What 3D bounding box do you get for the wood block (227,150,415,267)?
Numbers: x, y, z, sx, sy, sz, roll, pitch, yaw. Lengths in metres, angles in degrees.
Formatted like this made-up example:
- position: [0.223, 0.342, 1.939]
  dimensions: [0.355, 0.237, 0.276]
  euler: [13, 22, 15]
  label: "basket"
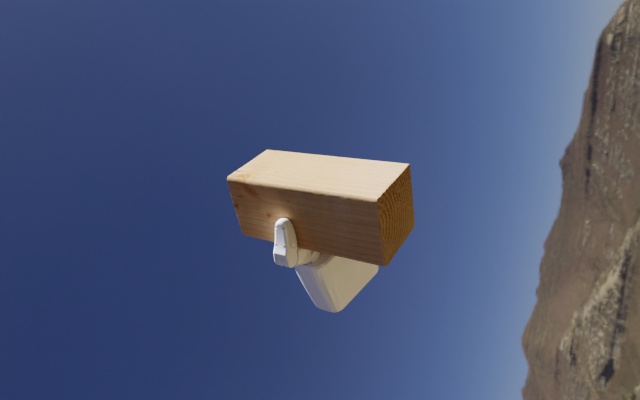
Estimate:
- position: [0.000, 0.002, 0.586]
  dimensions: [0.206, 0.090, 0.090]
  euler: [9, 34, 31]
  label: "wood block"
